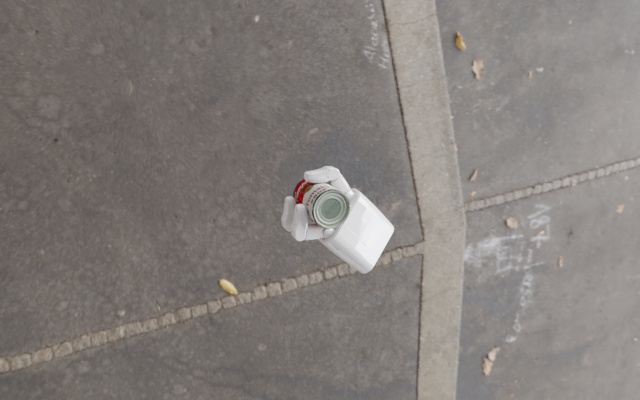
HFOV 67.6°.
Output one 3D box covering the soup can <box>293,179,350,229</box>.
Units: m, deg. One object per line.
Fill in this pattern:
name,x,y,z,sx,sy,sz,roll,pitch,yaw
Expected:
soup can,0.000,0.002,0.812,0.068,0.068,0.102,0,14,-22
